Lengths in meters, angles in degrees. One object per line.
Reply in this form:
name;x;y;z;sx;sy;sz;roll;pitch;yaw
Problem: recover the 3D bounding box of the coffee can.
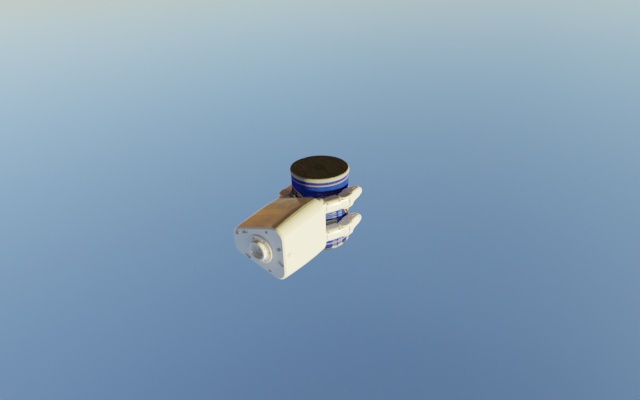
coffee can;0.000;0.003;0.860;0.103;0.140;0.102;-1;28;1
